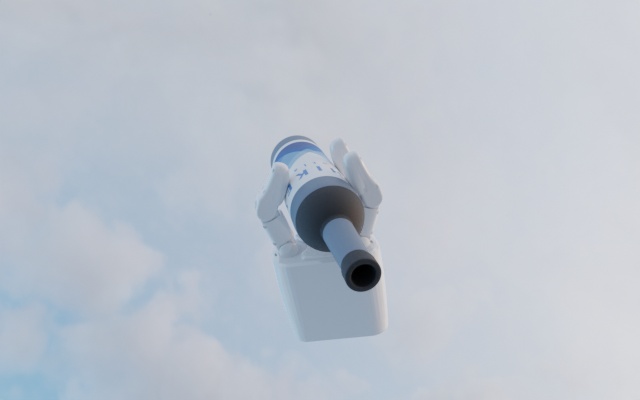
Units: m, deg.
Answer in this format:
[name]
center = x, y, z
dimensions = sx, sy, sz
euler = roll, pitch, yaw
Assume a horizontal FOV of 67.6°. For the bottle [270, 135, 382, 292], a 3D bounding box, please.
[bottle]
center = 0.000, 0.001, 0.473
dimensions = 0.069, 0.069, 0.295
euler = 0, 21, -13
